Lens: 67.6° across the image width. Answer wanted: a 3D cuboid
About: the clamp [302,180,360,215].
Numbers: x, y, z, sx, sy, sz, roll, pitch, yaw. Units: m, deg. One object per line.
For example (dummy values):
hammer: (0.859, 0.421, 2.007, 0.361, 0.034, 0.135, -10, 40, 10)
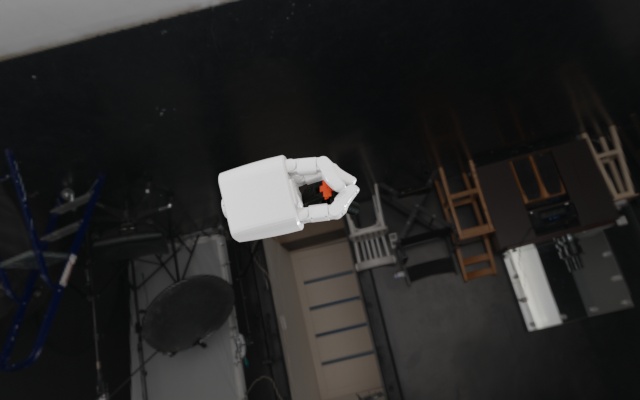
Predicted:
clamp: (0.000, 0.003, 0.800, 0.120, 0.039, 0.171, -12, -17, 6)
